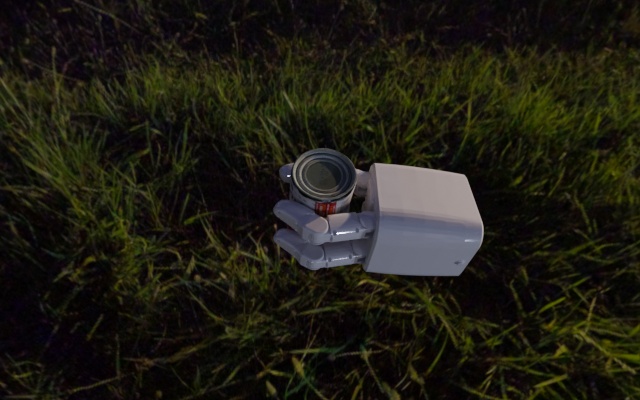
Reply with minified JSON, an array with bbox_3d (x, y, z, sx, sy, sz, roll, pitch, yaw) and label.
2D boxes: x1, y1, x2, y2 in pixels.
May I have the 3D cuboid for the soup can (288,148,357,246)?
[{"bbox_3d":[0.000,0.001,0.513,0.068,0.068,0.102,0,-34,-5],"label":"soup can"}]
